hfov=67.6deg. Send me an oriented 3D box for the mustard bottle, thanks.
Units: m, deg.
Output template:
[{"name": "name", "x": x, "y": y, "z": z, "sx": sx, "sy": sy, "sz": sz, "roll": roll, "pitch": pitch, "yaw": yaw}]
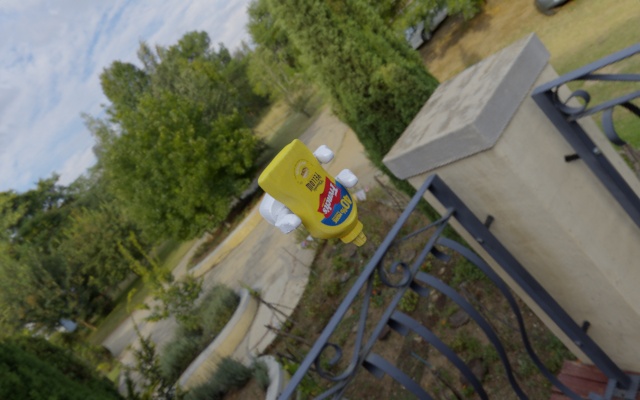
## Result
[{"name": "mustard bottle", "x": 0.000, "y": 0.002, "z": 0.739, "sx": 0.058, "sy": 0.192, "sz": 0.096, "roll": -29, "pitch": 22, "yaw": 50}]
